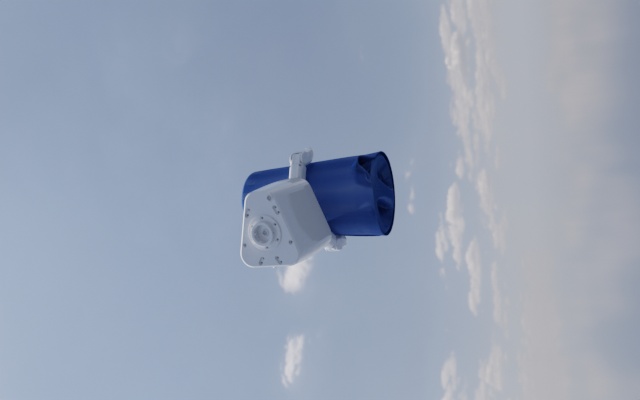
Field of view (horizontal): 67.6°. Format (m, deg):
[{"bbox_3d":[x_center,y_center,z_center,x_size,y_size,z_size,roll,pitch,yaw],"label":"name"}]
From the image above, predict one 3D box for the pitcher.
[{"bbox_3d":[0.000,0.003,0.800,0.243,0.149,0.145,-4,8,23],"label":"pitcher"}]
